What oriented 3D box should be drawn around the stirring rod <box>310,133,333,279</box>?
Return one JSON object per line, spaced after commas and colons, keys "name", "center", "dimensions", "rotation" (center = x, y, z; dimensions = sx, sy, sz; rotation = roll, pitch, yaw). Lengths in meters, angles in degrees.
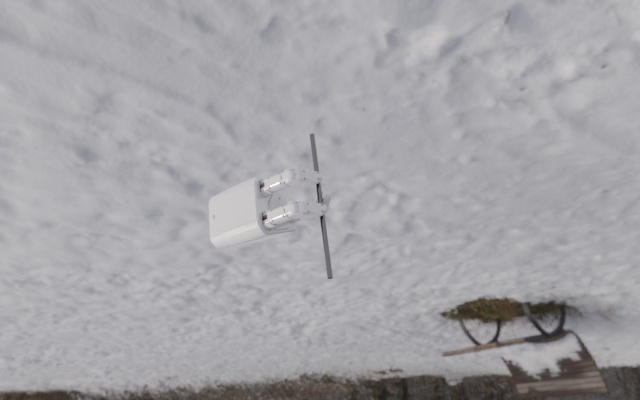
{"name": "stirring rod", "center": [0.000, 0.002, 0.739], "dimensions": [0.011, 0.239, 0.011], "rotation": [-6, -22, -3]}
